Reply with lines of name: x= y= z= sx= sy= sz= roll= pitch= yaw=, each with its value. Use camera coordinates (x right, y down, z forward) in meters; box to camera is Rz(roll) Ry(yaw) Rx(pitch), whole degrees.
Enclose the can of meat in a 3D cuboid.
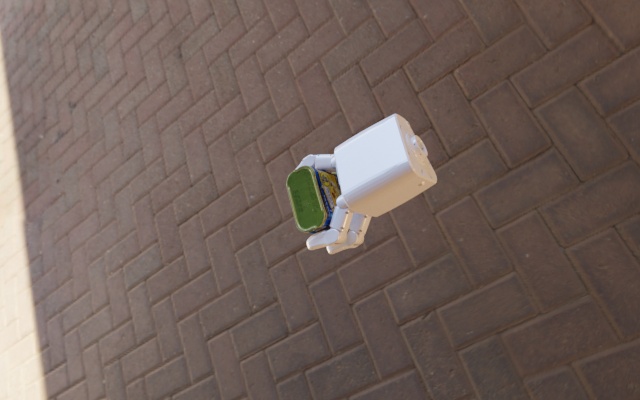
can of meat: x=0.000 y=0.002 z=0.714 sx=0.057 sy=0.102 sz=0.084 roll=-26 pitch=-20 yaw=28
